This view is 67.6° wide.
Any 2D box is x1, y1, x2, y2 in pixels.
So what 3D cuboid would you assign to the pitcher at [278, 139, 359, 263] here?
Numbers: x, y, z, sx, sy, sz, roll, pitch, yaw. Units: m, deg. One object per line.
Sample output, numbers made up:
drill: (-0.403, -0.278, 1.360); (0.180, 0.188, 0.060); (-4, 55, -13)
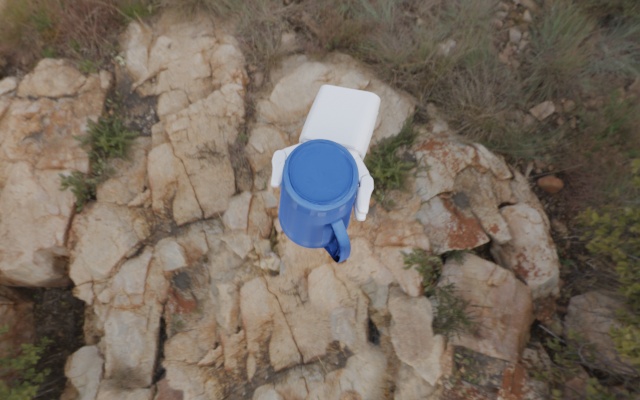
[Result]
pitcher: (0.000, 0.002, 0.772); (0.149, 0.145, 0.243); (19, -15, 2)
